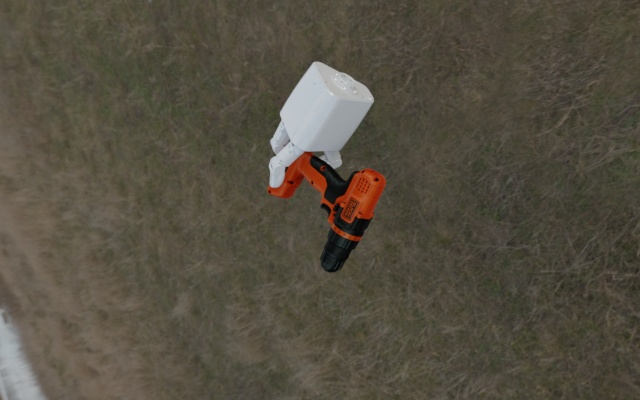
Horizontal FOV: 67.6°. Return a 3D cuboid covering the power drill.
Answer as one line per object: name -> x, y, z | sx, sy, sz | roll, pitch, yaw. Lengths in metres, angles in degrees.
power drill -> 0.000, 0.002, 0.798 | 0.187, 0.184, 0.057 | 34, 17, 26
